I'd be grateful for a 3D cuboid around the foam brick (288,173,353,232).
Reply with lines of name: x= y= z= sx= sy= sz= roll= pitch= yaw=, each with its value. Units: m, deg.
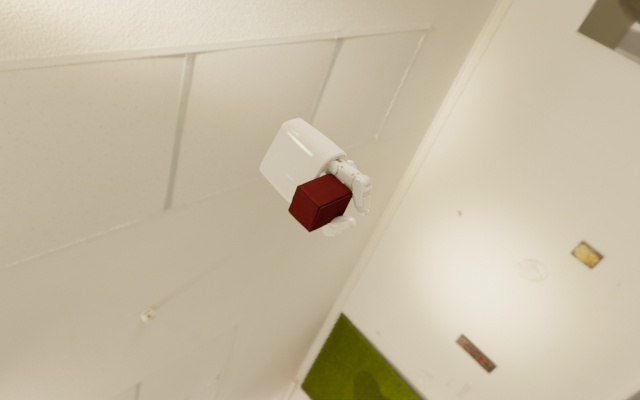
foam brick: x=0.000 y=0.002 z=0.710 sx=0.051 sy=0.053 sz=0.078 roll=43 pitch=42 yaw=23
